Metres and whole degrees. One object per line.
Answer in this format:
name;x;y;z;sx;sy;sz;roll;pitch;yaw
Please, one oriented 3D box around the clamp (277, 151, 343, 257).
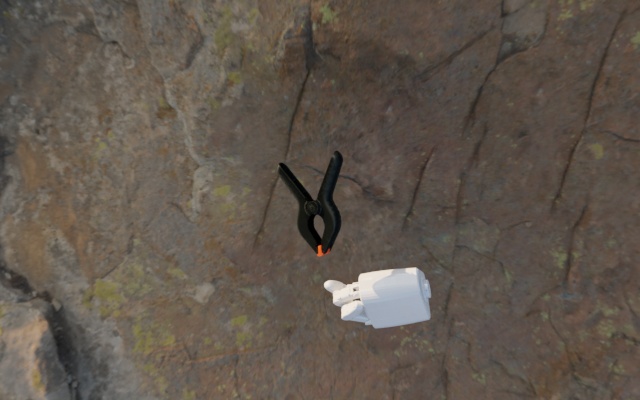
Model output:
clamp;0.000;0.003;0.783;0.120;0.171;0.039;-19;-1;33
